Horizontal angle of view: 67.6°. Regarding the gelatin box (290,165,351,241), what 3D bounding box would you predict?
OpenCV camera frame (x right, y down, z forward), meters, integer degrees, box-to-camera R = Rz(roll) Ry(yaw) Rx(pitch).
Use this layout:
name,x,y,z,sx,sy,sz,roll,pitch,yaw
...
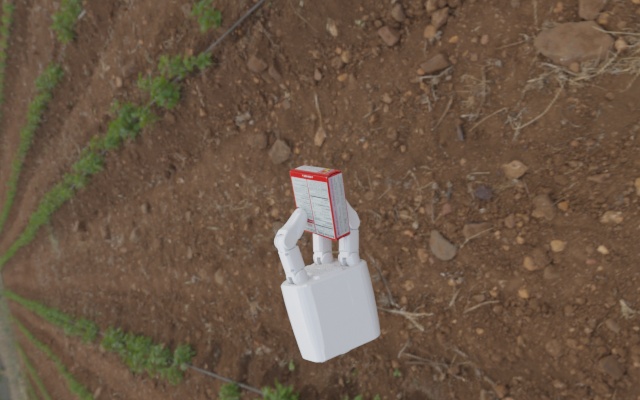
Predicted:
name,x,y,z,sx,sy,sz,roll,pitch,yaw
gelatin box,0.000,0.002,0.621,0.030,0.089,0.073,-25,25,-36
